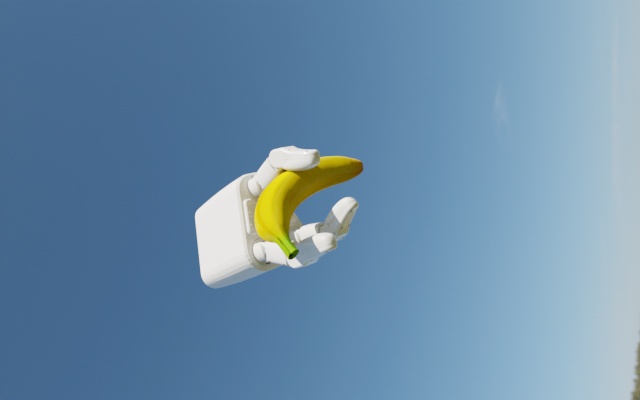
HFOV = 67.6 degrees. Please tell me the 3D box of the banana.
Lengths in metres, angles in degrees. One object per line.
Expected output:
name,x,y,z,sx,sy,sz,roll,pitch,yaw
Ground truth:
banana,-0.017,-0.007,0.506,0.069,0.037,0.197,34,39,4
